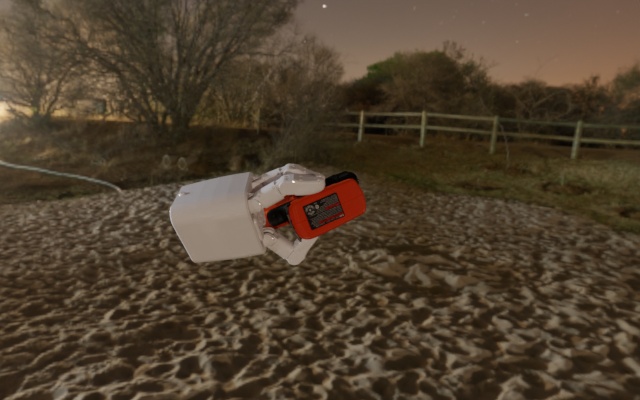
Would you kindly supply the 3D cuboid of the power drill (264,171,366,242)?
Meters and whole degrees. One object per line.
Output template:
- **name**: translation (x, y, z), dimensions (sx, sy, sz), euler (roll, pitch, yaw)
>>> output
- **power drill**: translation (0.000, 0.002, 0.721), dimensions (0.184, 0.057, 0.187), euler (-26, 8, -14)
